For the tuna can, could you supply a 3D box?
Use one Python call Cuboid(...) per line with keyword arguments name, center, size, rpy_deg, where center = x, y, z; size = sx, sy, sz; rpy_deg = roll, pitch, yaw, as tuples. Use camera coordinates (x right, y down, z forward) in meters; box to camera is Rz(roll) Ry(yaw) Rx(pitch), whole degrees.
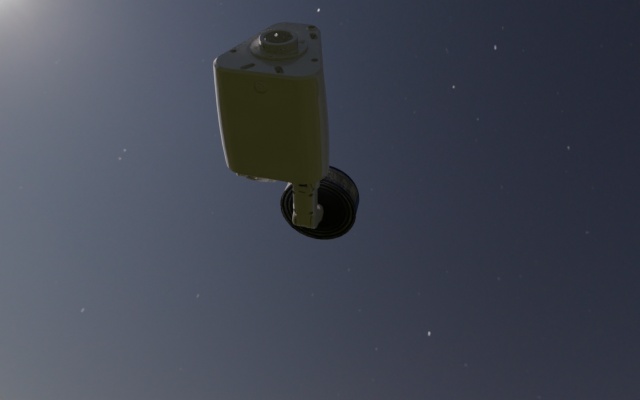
Cuboid(name="tuna can", center=(0.000, 0.001, 0.539), size=(0.086, 0.086, 0.033), rpy_deg=(0, 38, 16))
